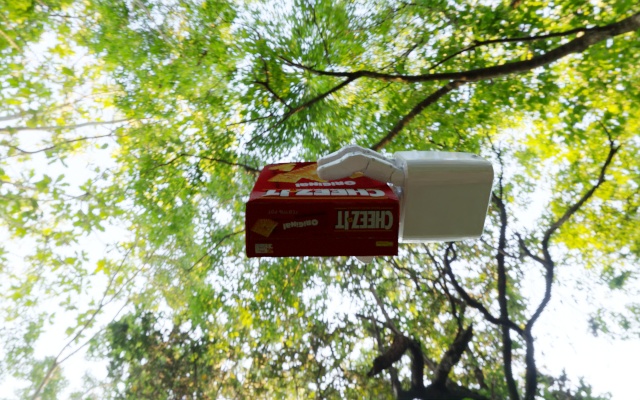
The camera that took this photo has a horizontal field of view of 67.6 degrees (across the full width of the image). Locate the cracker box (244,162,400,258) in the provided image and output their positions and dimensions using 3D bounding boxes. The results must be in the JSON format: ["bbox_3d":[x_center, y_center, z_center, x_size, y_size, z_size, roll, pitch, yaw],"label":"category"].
[{"bbox_3d":[0.000,0.002,0.599,0.164,0.072,0.213,-1,15,-1],"label":"cracker box"}]
